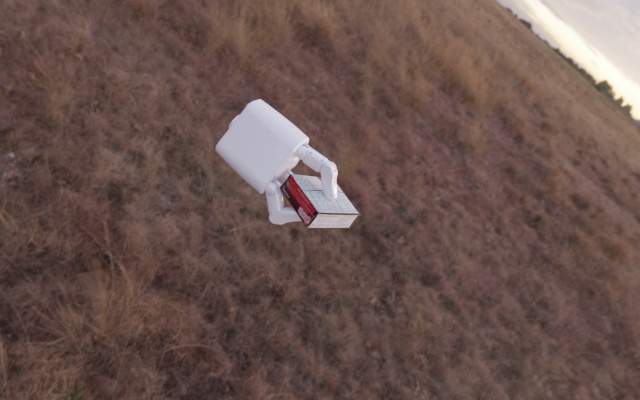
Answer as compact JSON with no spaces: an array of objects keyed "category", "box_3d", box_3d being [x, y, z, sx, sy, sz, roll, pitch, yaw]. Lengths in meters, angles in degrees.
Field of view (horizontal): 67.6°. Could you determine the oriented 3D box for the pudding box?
[{"category":"pudding box","box_3d":[0.000,0.002,0.782,0.113,0.090,0.039,2,-45,-48]}]
